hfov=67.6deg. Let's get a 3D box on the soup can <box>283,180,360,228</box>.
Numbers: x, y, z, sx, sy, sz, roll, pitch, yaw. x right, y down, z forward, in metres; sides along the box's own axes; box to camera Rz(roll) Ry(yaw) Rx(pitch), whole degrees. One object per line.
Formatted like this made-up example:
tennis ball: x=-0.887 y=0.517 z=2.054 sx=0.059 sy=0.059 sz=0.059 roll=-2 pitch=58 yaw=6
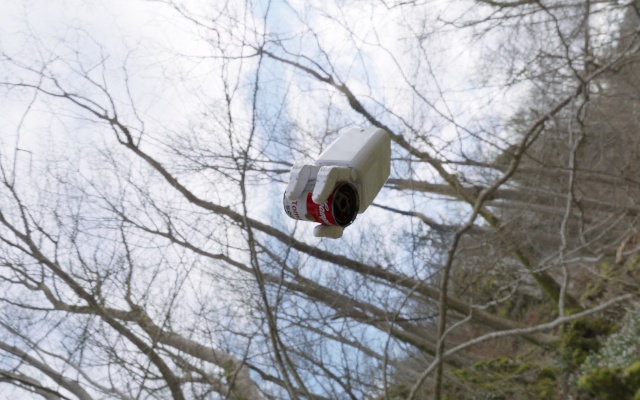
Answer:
soup can: x=0.000 y=0.003 z=0.744 sx=0.102 sy=0.068 sz=0.068 roll=6 pitch=4 yaw=39
